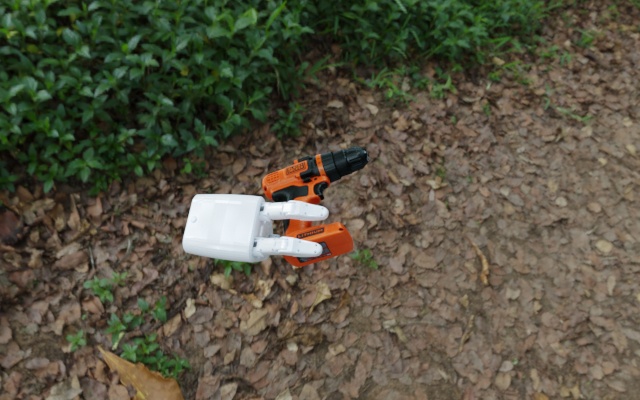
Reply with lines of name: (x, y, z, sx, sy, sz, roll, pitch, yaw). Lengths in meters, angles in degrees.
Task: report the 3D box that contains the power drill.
power drill: (0.000, 0.003, 0.747, 0.184, 0.187, 0.057, -20, -45, 11)
